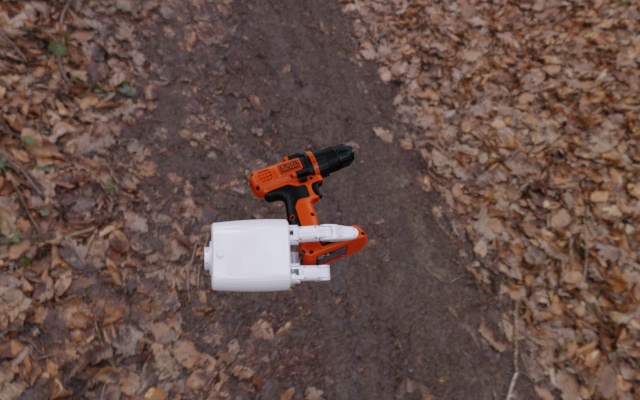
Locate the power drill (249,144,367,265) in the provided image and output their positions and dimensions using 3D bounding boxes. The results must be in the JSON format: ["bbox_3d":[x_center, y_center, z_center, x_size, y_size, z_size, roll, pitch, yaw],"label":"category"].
[{"bbox_3d":[0.000,0.003,0.758,0.184,0.187,0.057,-21,-29,-13],"label":"power drill"}]
